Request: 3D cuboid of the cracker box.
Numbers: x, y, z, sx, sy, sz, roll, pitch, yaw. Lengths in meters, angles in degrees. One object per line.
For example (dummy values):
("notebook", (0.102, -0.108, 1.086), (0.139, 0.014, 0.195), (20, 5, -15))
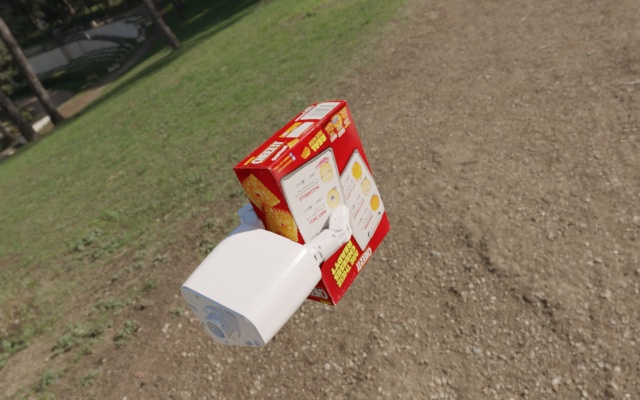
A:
("cracker box", (0.000, 0.002, 0.627), (0.072, 0.214, 0.164), (4, 39, 39))
